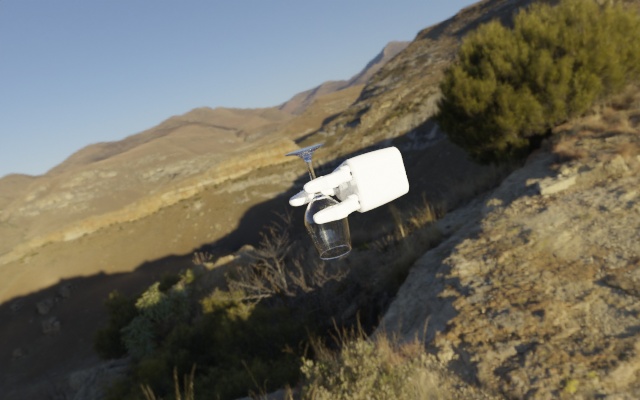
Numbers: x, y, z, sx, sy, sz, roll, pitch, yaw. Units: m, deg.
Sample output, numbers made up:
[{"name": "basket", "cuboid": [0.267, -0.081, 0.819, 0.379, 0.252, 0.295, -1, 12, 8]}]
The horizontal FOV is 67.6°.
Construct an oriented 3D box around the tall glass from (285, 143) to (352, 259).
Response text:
[{"name": "tall glass", "cuboid": [0.000, 0.002, 0.866, 0.079, 0.201, 0.079, -16, 9, 3]}]
